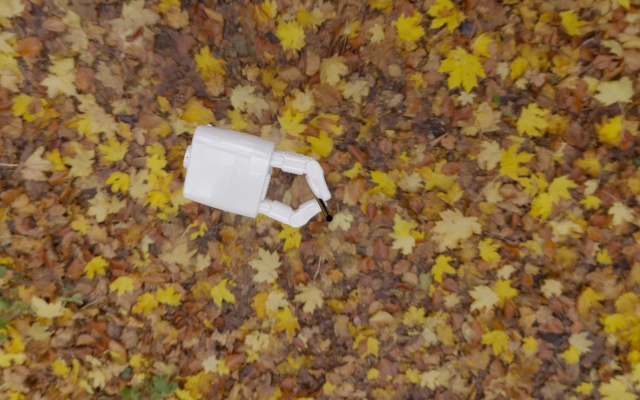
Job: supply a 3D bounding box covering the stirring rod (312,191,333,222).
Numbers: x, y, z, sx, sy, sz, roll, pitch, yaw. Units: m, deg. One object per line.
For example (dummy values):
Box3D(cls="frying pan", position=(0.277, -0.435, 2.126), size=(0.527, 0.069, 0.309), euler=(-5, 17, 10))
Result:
Box3D(cls="stirring rod", position=(0.000, 0.002, 0.643), size=(0.011, 0.011, 0.239), euler=(0, 8, -5))
